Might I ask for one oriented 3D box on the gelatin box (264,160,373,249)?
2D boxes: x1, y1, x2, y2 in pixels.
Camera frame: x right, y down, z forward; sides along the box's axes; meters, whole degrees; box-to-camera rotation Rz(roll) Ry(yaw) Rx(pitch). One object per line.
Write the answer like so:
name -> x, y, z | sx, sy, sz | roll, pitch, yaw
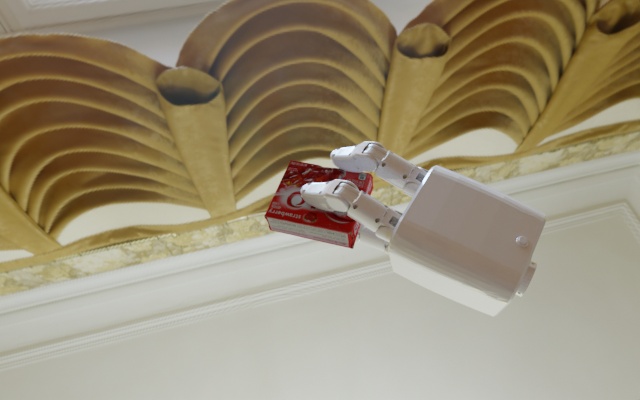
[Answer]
gelatin box -> 0.000, 0.002, 0.470 | 0.089, 0.073, 0.030 | 11, -34, 16
